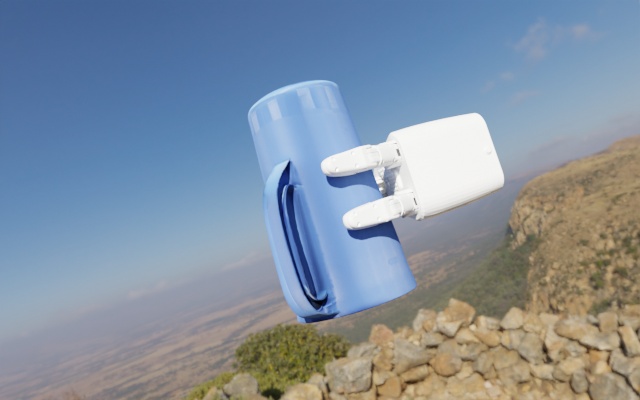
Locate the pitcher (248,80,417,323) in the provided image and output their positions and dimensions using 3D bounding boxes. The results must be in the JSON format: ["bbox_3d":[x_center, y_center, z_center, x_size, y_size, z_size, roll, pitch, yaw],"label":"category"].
[{"bbox_3d":[0.000,0.002,0.511,0.145,0.243,0.149,-17,-4,-13],"label":"pitcher"}]
